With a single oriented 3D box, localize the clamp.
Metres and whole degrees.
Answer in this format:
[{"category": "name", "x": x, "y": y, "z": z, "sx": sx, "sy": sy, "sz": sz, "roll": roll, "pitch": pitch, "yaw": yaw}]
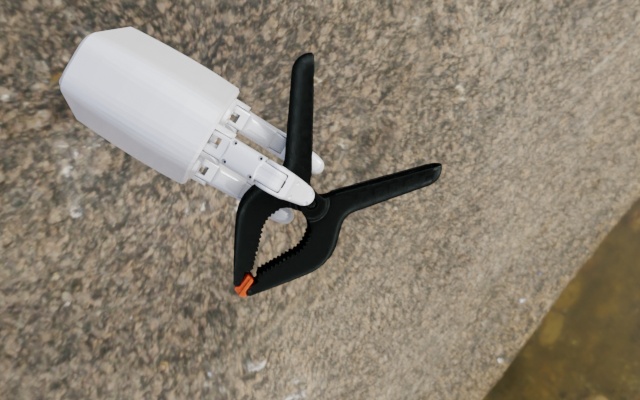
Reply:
[{"category": "clamp", "x": 0.000, "y": 0.002, "z": 0.423, "sx": 0.164, "sy": 0.210, "sz": 0.036, "roll": 31, "pitch": 1, "yaw": -11}]
